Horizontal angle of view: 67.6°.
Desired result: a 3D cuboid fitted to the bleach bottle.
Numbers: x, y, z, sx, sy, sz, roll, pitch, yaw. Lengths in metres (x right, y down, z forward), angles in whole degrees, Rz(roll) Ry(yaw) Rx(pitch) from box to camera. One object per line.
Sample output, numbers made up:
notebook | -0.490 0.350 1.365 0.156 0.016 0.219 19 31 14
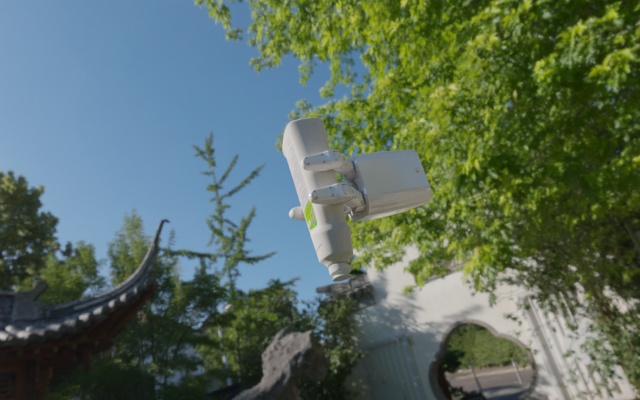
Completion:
bleach bottle | 0.000 0.002 0.726 0.068 0.250 0.103 -9 -25 -12
